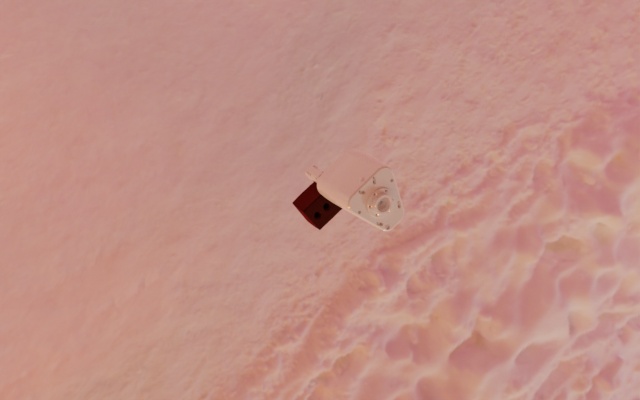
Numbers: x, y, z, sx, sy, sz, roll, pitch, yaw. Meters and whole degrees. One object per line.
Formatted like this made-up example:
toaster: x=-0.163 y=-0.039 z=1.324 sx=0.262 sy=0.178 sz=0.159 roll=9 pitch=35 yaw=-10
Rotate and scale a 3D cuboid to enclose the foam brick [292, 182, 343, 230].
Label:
foam brick: x=0.000 y=0.003 z=0.847 sx=0.053 sy=0.078 sz=0.051 roll=49 pitch=-7 yaw=-33
